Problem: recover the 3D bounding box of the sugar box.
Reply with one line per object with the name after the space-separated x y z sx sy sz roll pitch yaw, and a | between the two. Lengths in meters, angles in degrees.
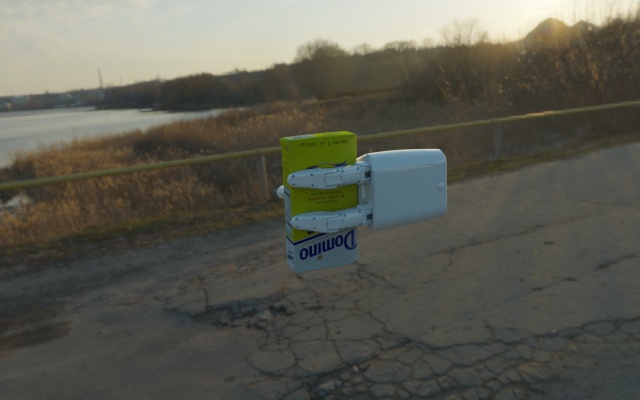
0.000 0.002 0.625 0.093 0.176 0.048 -8 14 -18 | sugar box
